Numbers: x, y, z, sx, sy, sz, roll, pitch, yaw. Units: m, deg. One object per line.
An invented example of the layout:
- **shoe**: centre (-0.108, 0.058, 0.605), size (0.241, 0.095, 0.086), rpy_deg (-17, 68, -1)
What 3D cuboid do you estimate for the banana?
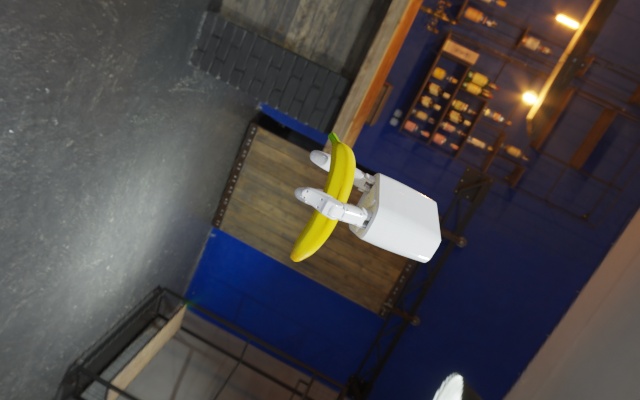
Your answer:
- **banana**: centre (0.009, 0.002, 0.683), size (0.037, 0.198, 0.069), rpy_deg (19, 0, -26)
